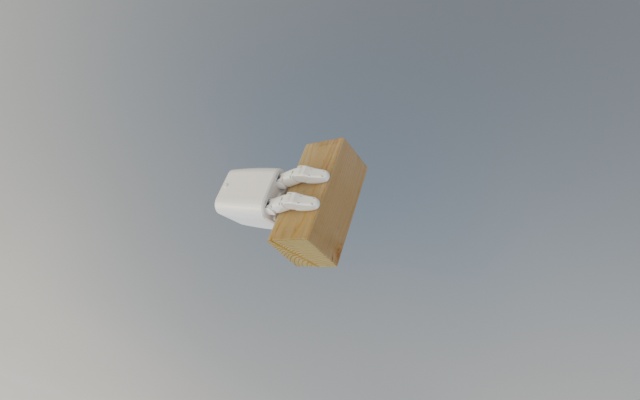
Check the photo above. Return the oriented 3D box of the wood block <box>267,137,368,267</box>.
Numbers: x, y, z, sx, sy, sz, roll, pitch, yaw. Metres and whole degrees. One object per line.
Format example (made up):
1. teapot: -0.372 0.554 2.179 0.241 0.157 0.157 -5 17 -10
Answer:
1. wood block: 0.000 0.003 0.826 0.090 0.206 0.091 -5 -38 37
